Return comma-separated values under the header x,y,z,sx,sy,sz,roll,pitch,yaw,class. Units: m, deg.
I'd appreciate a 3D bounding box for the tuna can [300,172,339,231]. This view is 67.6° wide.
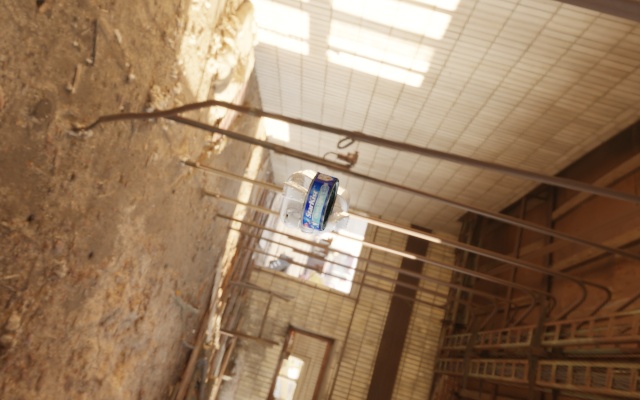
x,y,z,sx,sy,sz,roll,pitch,yaw,class
0.001,0.003,0.717,0.034,0.086,0.086,17,3,9,tuna can
